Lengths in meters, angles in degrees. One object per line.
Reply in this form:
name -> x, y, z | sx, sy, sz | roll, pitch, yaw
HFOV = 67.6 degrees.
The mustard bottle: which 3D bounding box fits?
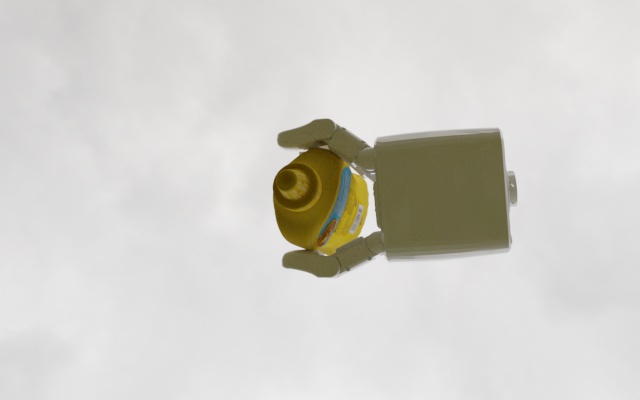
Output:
mustard bottle -> 0.000, 0.002, 0.465 | 0.058, 0.096, 0.192 | 21, -4, 18
